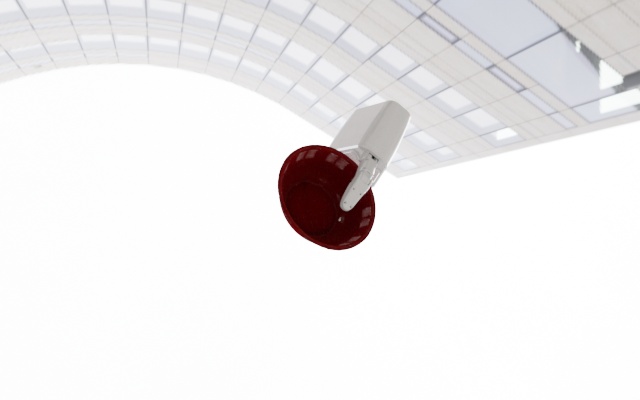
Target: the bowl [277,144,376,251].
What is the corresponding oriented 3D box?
[{"bbox_3d":[-0.001,0.003,0.691,0.162,0.162,0.055,0,-22,-33],"label":"bowl"}]
